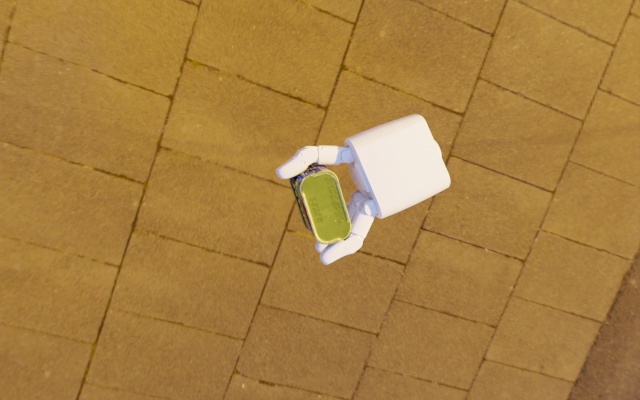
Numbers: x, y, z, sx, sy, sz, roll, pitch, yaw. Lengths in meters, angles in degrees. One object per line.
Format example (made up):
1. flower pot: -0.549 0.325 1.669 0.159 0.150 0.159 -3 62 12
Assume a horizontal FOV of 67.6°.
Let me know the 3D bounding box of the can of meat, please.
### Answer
1. can of meat: 0.000 0.002 0.645 0.057 0.102 0.084 -20 14 -7
